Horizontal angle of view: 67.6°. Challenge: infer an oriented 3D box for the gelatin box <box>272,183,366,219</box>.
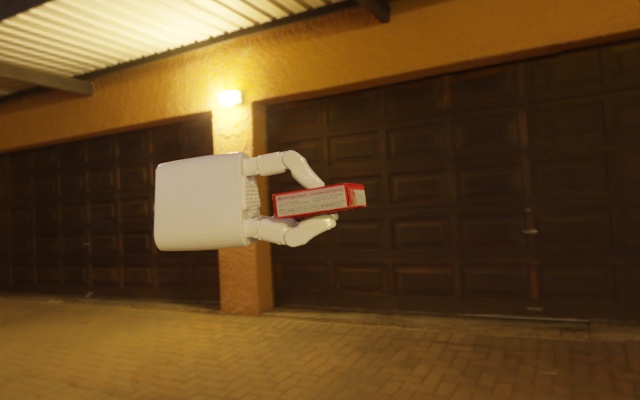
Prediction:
[{"bbox_3d":[0.000,0.001,0.542,0.089,0.030,0.073,-9,-4,19],"label":"gelatin box"}]
